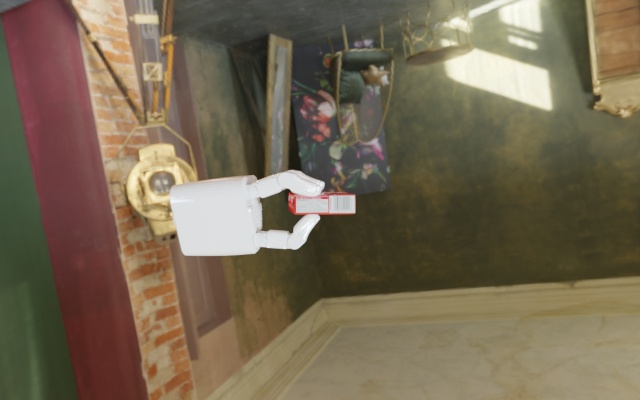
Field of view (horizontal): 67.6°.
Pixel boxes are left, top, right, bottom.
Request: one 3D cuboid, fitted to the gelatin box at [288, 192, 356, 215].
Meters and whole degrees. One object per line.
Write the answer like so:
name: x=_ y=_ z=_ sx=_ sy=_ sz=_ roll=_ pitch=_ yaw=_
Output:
gelatin box: x=0.000 y=0.003 z=0.690 sx=0.089 sy=0.030 sz=0.073 roll=0 pitch=4 yaw=-9
